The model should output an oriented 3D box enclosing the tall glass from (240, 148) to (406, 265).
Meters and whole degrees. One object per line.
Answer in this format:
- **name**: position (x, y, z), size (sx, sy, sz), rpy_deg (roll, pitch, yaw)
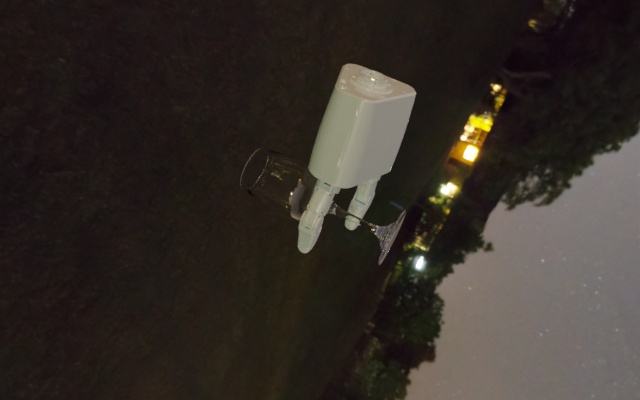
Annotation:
- **tall glass**: position (0.001, 0.002, 0.597), size (0.201, 0.079, 0.079), rpy_deg (26, 7, 14)
